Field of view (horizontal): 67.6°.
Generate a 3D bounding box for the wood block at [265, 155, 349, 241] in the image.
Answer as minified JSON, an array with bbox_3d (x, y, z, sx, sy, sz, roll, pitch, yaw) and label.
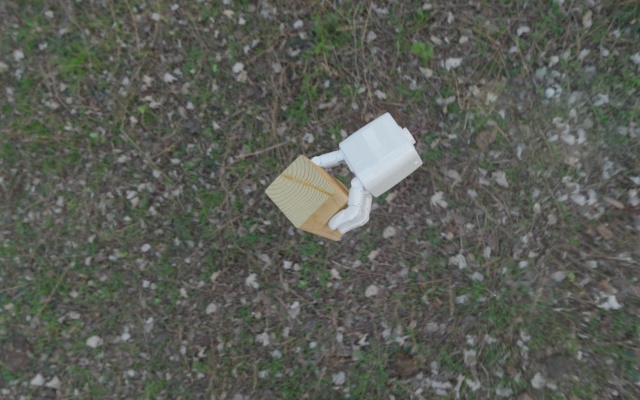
[{"bbox_3d":[0.000,0.002,0.860,0.090,0.090,0.206,48,7,21],"label":"wood block"}]
